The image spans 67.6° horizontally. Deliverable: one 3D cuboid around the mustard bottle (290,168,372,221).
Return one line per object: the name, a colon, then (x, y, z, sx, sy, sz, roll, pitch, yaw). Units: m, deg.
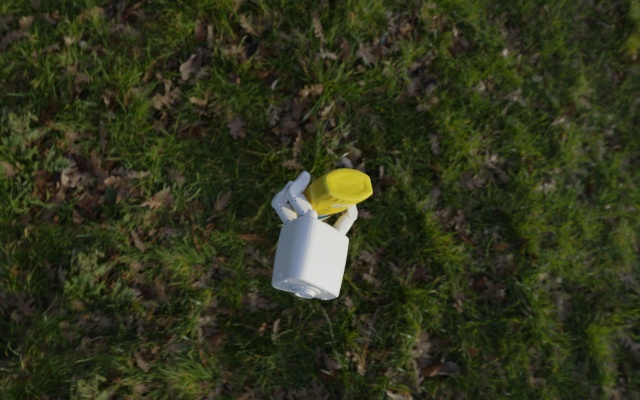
mustard bottle: (0.000, 0.002, 0.843, 0.096, 0.058, 0.192, -3, -17, -32)
